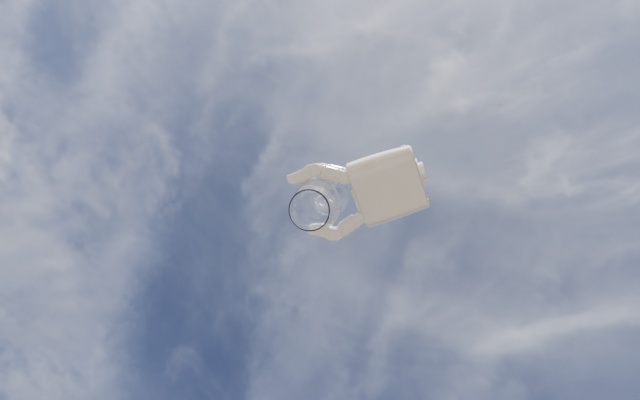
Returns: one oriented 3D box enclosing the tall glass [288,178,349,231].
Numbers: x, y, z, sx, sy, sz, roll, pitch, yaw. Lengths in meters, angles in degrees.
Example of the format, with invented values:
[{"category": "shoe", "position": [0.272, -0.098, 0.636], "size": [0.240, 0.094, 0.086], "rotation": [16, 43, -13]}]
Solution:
[{"category": "tall glass", "position": [0.000, 0.003, 0.785], "size": [0.079, 0.079, 0.201], "rotation": [0, 7, 10]}]
